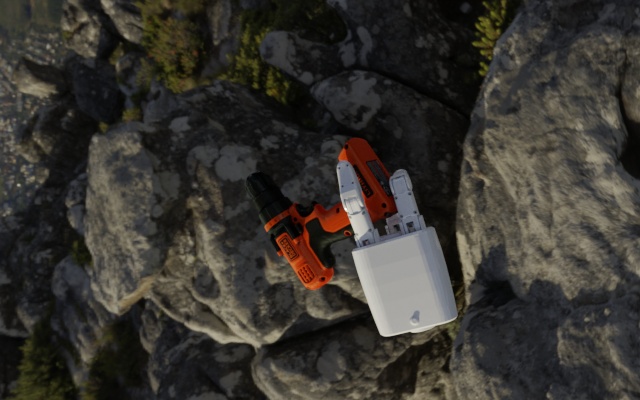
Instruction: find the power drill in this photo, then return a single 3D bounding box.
[{"bbox_3d":[0.001,0.002,0.627,0.188,0.184,0.057,-39,-8,31],"label":"power drill"}]
